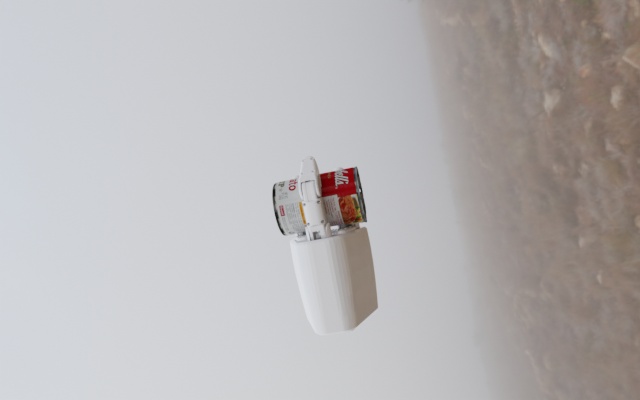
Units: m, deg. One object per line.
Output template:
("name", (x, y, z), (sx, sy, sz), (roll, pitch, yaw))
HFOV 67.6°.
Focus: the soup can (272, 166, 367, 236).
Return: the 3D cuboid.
("soup can", (0.000, 0.001, 0.574), (0.102, 0.068, 0.068), (-11, -2, 8))
